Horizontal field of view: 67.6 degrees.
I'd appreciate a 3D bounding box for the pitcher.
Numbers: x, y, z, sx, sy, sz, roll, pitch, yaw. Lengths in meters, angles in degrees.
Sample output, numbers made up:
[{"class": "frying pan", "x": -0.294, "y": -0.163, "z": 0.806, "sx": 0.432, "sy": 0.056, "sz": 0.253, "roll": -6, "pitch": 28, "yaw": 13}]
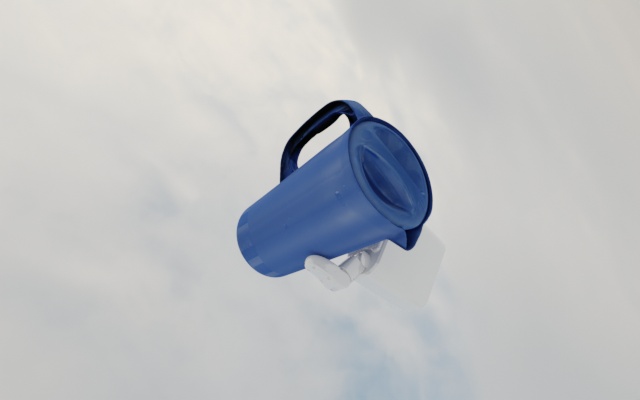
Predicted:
[{"class": "pitcher", "x": 0.000, "y": 0.002, "z": 0.585, "sx": 0.145, "sy": 0.149, "sz": 0.243, "roll": 37, "pitch": -44, "yaw": -25}]
